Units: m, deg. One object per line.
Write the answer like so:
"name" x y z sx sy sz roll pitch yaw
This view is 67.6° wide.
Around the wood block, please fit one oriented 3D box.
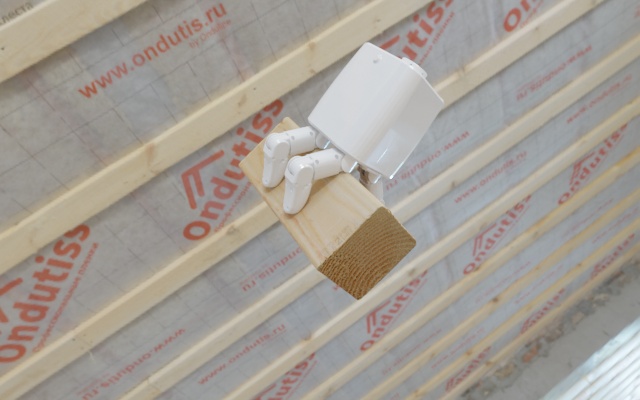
"wood block" 0.000 0.002 0.545 0.091 0.090 0.206 42 4 -45
